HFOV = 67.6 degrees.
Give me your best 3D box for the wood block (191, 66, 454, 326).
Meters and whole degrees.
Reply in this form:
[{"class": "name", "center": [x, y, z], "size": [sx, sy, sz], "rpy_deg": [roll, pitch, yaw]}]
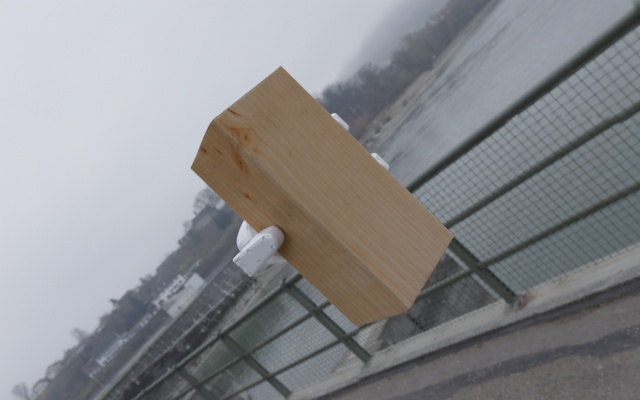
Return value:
[{"class": "wood block", "center": [0.000, 0.002, 0.415], "size": [0.090, 0.206, 0.090], "rpy_deg": [-49, 4, -33]}]
